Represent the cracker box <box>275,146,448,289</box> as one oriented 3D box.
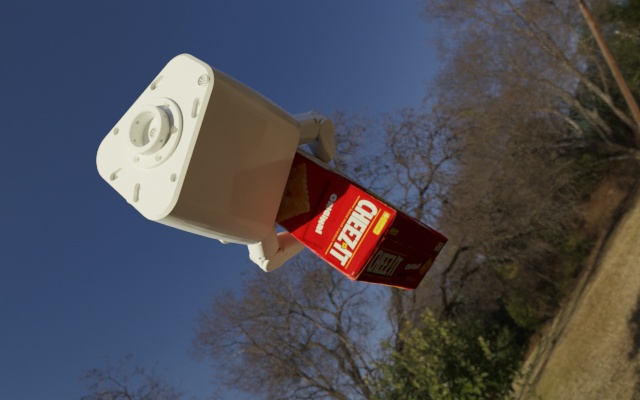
[{"bbox_3d":[0.000,0.001,0.472,0.213,0.072,0.164,34,6,30],"label":"cracker box"}]
